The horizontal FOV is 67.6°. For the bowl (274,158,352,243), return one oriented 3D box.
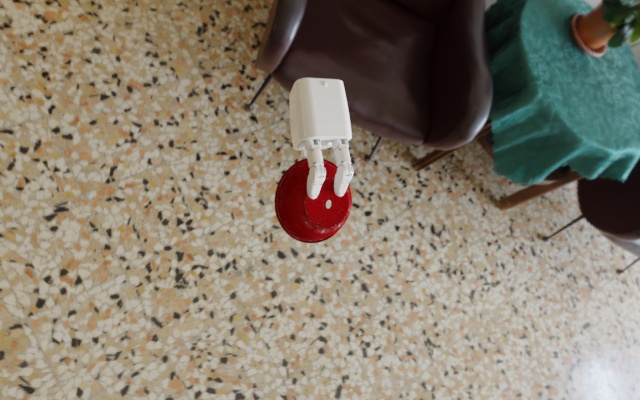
[{"bbox_3d":[0.001,0.004,0.870,0.162,0.162,0.055,0,6,-29],"label":"bowl"}]
